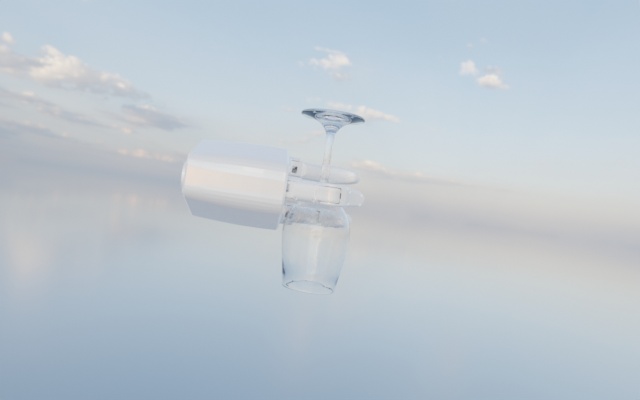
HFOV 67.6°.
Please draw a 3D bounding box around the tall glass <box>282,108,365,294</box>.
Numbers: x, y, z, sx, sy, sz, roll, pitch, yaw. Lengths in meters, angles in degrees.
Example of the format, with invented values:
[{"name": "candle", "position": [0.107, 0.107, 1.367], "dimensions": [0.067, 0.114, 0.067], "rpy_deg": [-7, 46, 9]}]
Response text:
[{"name": "tall glass", "position": [0.000, 0.001, 0.548], "dimensions": [0.079, 0.201, 0.079], "rpy_deg": [8, 0, 0]}]
